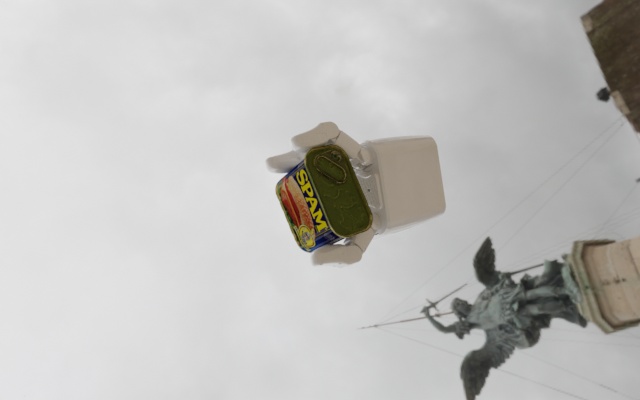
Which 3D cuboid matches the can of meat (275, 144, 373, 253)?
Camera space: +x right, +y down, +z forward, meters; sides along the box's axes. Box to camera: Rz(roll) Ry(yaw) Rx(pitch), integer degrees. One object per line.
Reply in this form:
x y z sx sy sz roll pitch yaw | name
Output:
0.000 0.002 0.533 0.057 0.102 0.084 -16 -10 -35 | can of meat
